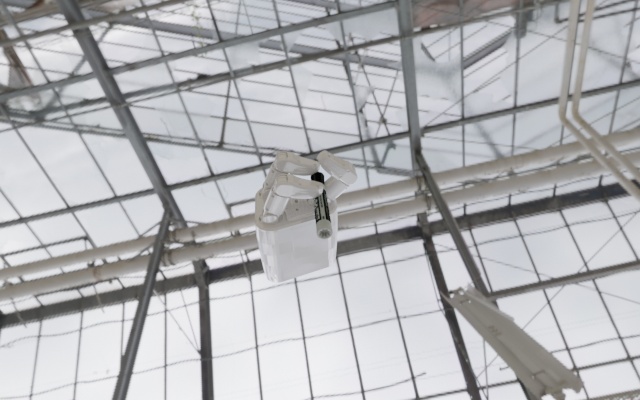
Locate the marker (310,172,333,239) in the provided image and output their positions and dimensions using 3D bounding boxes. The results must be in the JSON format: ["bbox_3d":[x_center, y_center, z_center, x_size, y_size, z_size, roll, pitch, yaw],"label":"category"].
[{"bbox_3d":[0.000,0.002,0.601,0.020,0.020,0.121,0,38,-6],"label":"marker"}]
